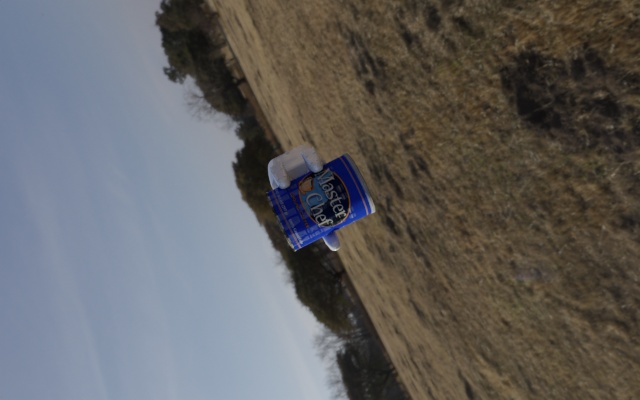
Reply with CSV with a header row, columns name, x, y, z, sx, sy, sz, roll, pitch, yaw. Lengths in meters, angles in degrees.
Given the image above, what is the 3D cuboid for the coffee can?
name,x,y,z,sx,sy,sz,roll,pitch,yaw
coffee can,0.000,0.002,0.742,0.140,0.103,0.103,-26,1,-2
